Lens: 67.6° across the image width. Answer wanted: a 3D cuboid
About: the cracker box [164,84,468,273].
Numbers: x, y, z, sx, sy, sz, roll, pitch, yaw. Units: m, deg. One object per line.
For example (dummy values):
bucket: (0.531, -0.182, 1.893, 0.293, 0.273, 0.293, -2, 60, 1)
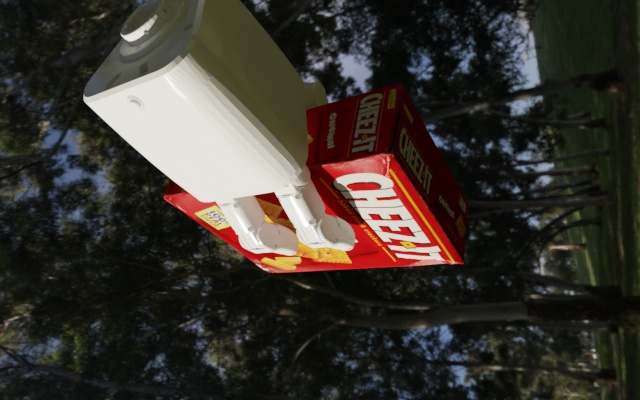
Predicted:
cracker box: (0.000, 0.001, 0.421, 0.214, 0.072, 0.164, -8, -35, 32)
